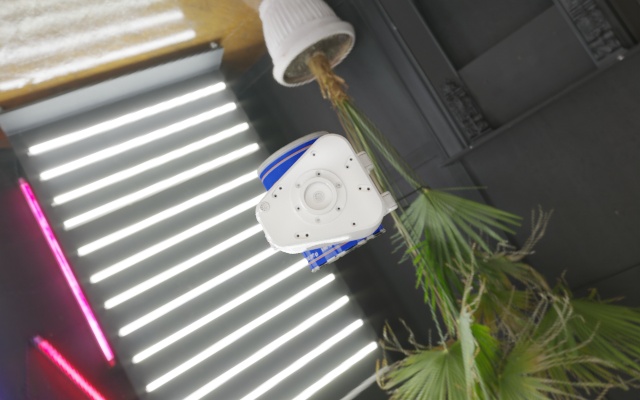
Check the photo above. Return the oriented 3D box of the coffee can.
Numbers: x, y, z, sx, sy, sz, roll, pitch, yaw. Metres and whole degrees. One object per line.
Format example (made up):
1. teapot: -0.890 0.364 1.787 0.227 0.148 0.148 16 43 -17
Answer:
1. coffee can: 0.000 0.002 0.582 0.103 0.140 0.103 -29 -7 -4
